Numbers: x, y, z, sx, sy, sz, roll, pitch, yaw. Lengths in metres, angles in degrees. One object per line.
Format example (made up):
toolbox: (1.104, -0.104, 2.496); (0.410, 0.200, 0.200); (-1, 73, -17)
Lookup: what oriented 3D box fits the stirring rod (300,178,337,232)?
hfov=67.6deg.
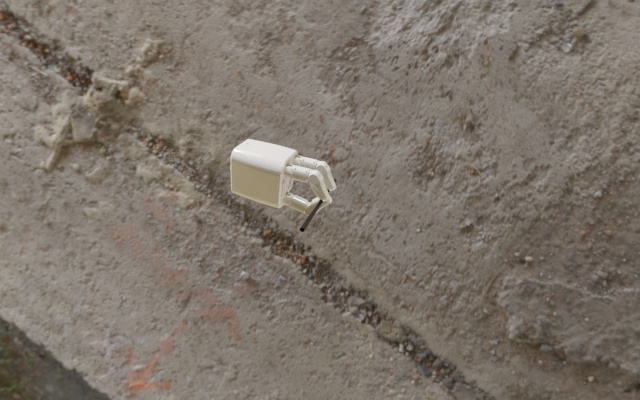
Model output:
stirring rod: (0.000, 0.003, 0.885); (0.011, 0.011, 0.239); (0, 22, 16)
